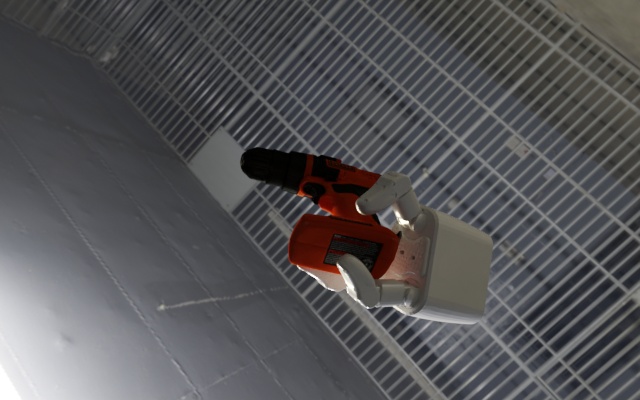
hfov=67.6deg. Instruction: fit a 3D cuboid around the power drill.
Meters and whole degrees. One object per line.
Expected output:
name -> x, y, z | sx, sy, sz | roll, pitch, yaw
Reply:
power drill -> 0.000, 0.002, 0.521 | 0.184, 0.057, 0.187 | 11, 27, -11
